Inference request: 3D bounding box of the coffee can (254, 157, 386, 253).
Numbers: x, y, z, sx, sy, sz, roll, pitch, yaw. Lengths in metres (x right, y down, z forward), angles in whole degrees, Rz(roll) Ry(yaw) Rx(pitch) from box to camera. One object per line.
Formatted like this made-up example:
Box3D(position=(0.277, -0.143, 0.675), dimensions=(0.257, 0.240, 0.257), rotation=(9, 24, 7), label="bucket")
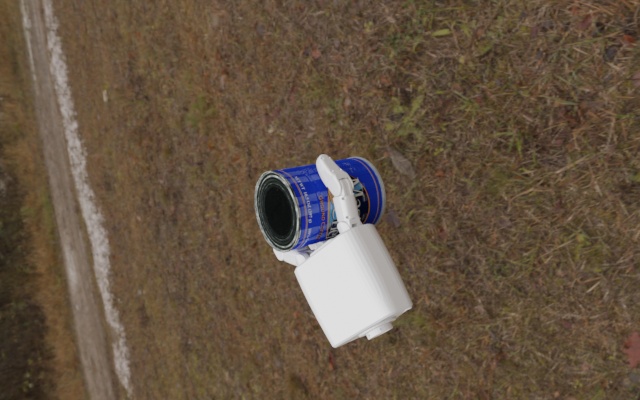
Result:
Box3D(position=(0.000, 0.002, 0.624), dimensions=(0.140, 0.103, 0.103), rotation=(-12, 7, -35), label="coffee can")
